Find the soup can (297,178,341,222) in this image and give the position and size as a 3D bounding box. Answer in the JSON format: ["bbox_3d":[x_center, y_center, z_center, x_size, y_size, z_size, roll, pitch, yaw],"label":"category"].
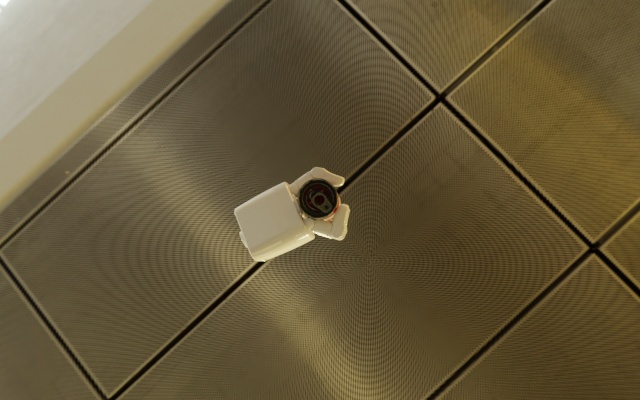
[{"bbox_3d":[0.001,0.002,0.839,0.068,0.068,0.102,0,-7,6],"label":"soup can"}]
